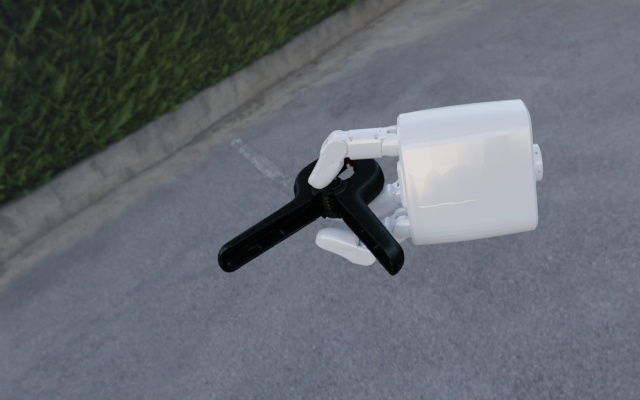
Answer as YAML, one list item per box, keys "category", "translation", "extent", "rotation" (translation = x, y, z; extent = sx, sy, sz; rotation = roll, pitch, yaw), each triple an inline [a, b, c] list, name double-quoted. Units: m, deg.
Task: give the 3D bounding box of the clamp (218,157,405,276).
- category: "clamp"
  translation: [0.000, 0.001, 0.469]
  extent: [0.164, 0.036, 0.209]
  rotation: [-5, 33, 14]
